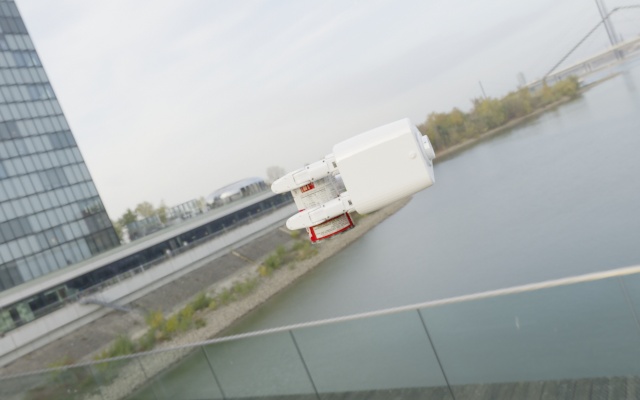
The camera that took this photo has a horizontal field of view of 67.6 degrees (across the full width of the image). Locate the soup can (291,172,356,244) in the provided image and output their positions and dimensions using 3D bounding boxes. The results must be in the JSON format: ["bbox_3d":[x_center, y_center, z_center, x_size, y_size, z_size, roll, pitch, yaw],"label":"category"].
[{"bbox_3d":[0.000,0.002,0.682,0.068,0.102,0.068,-22,3,1],"label":"soup can"}]
